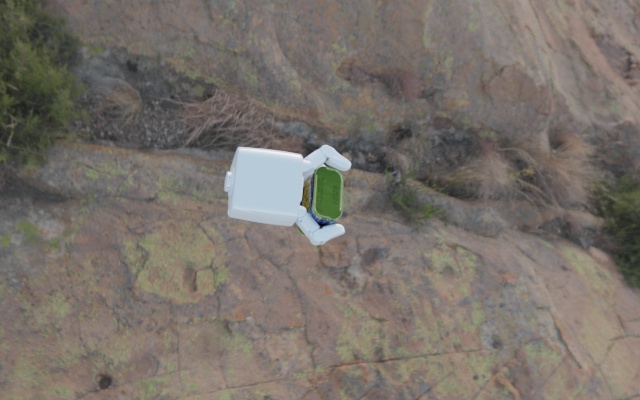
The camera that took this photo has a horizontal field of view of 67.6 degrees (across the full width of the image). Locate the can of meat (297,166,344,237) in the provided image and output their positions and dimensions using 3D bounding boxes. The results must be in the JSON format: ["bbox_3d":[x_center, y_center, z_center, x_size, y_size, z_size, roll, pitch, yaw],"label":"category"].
[{"bbox_3d":[0.000,0.003,0.817,0.057,0.102,0.084,11,-27,-15],"label":"can of meat"}]
